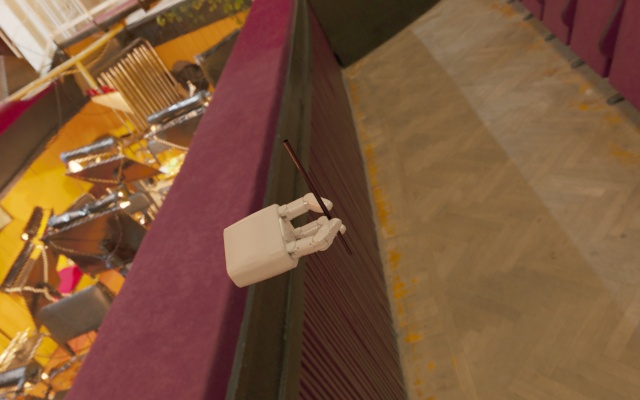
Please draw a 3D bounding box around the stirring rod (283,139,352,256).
[{"bbox_3d":[0.000,0.003,0.757,0.011,0.240,0.011,-21,33,14],"label":"stirring rod"}]
